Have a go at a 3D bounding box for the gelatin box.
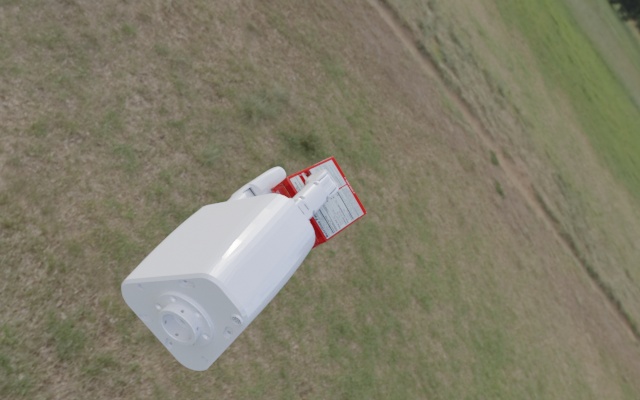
[{"bbox_3d":[0.001,0.001,0.493,0.030,0.073,0.089,-32,-2,39],"label":"gelatin box"}]
